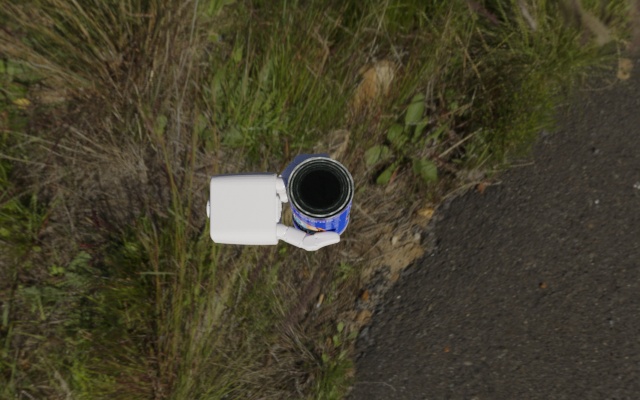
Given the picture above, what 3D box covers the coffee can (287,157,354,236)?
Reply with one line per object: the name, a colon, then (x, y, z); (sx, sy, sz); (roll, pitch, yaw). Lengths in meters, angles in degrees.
coffee can: (0.000, 0.003, 0.789); (0.103, 0.102, 0.140); (0, -19, 0)
